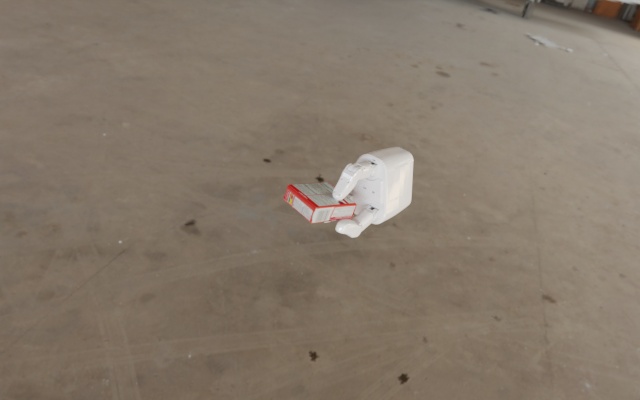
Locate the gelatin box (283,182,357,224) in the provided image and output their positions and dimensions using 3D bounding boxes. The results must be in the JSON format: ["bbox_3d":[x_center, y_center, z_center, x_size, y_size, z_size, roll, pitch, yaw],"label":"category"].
[{"bbox_3d":[0.000,0.002,0.734,0.089,0.030,0.073,-5,33,-42],"label":"gelatin box"}]
